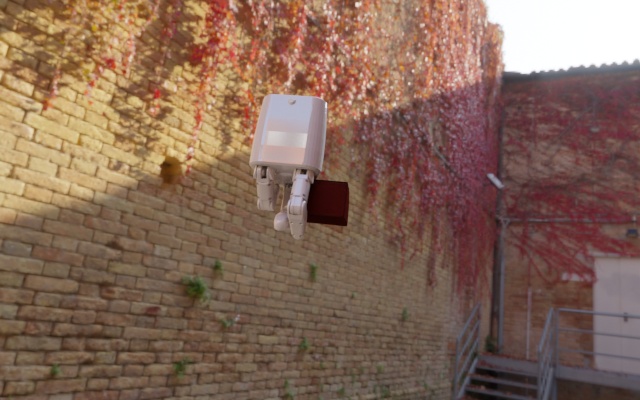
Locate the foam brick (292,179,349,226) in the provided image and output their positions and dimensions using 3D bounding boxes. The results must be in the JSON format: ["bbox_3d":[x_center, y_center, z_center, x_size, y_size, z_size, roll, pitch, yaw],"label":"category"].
[{"bbox_3d":[0.000,0.002,0.665,0.078,0.051,0.053,5,-16,8],"label":"foam brick"}]
